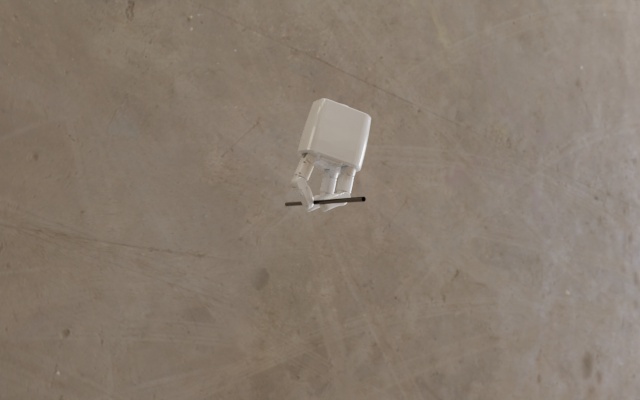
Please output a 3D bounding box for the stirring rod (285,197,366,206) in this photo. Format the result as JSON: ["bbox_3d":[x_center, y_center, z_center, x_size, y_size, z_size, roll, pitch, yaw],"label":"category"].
[{"bbox_3d":[0.000,0.003,0.832,0.011,0.011,0.239,0,-2,-33],"label":"stirring rod"}]
